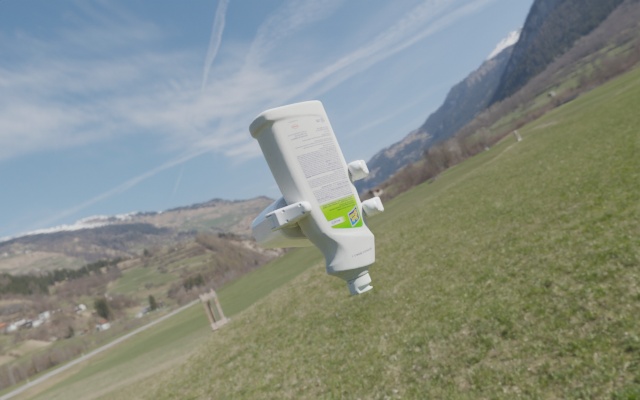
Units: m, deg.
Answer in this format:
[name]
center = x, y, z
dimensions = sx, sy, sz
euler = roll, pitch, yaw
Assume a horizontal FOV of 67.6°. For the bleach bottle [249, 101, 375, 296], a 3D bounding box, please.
[bleach bottle]
center = 0.000, 0.002, 0.613
dimensions = 0.102, 0.251, 0.068
euler = -19, -5, -30
